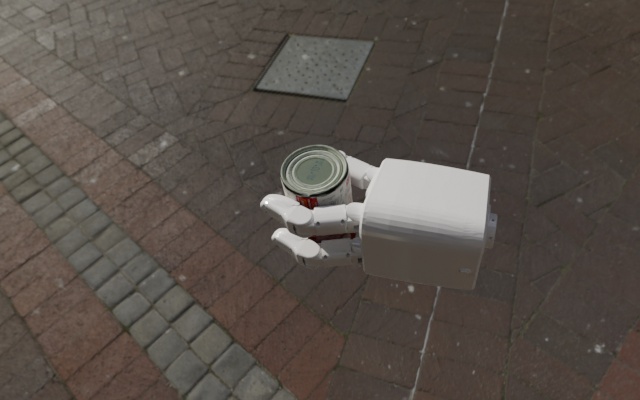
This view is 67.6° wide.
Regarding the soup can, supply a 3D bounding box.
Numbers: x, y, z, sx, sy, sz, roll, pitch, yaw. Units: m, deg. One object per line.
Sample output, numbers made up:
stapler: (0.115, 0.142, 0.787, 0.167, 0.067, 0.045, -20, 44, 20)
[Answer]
soup can: (0.000, 0.001, 0.493, 0.068, 0.068, 0.102, 0, -39, 9)
